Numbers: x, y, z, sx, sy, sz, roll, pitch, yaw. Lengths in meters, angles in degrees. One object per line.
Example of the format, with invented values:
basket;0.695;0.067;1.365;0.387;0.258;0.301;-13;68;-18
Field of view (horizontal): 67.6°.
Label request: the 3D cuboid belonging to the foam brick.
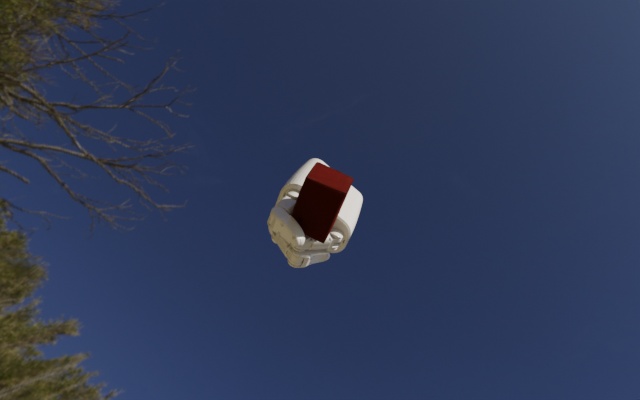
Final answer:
foam brick;0.000;0.002;0.590;0.053;0.078;0.051;26;31;4
